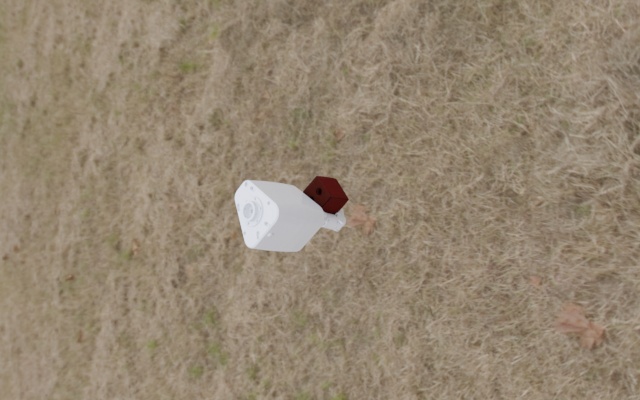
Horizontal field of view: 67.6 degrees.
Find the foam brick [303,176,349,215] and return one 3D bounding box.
[{"bbox_3d":[0.000,0.002,0.839,0.051,0.053,0.078,9,-50,-48],"label":"foam brick"}]
